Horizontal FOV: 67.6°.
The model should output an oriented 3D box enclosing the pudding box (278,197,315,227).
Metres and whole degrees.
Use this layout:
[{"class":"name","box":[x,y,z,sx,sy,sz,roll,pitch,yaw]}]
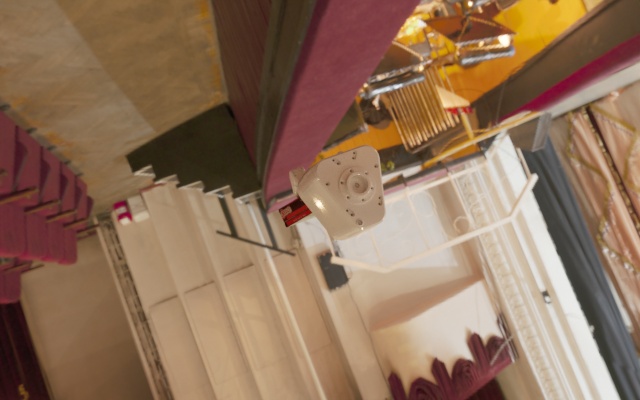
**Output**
[{"class":"pudding box","box":[0.000,0.003,0.793,0.113,0.039,0.090,-16,-9,-44]}]
